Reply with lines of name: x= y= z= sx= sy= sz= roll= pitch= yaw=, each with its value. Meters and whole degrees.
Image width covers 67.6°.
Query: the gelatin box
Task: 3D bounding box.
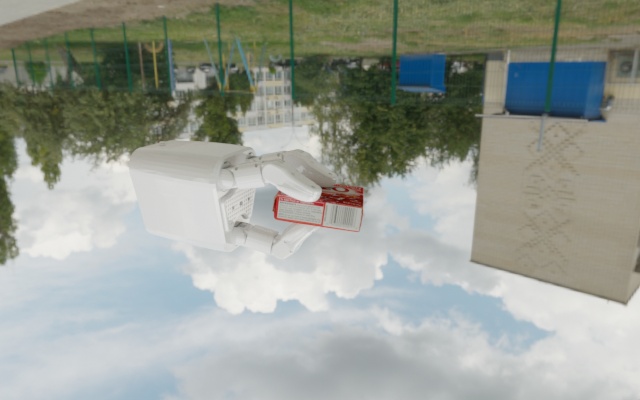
gelatin box: x=0.000 y=0.002 z=0.501 sx=0.089 sy=0.030 sz=0.073 roll=9 pitch=17 yaw=3
